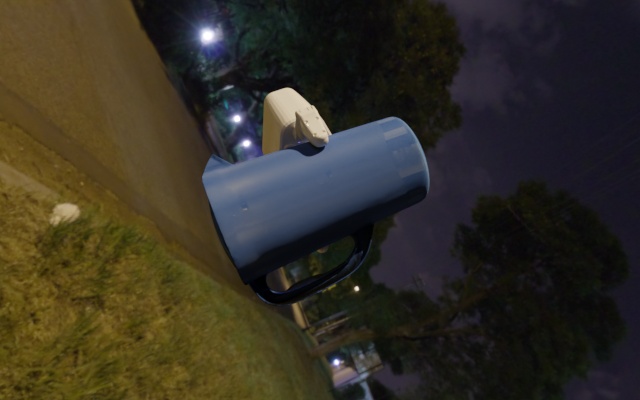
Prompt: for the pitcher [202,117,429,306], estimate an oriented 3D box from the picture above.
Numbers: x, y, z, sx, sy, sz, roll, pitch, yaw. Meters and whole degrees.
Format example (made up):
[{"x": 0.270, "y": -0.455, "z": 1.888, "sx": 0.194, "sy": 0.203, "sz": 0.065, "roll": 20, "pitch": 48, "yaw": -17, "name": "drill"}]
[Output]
[{"x": 0.000, "y": 0.002, "z": 0.550, "sx": 0.243, "sy": 0.149, "sz": 0.145, "roll": -21, "pitch": 38, "yaw": -9, "name": "pitcher"}]
